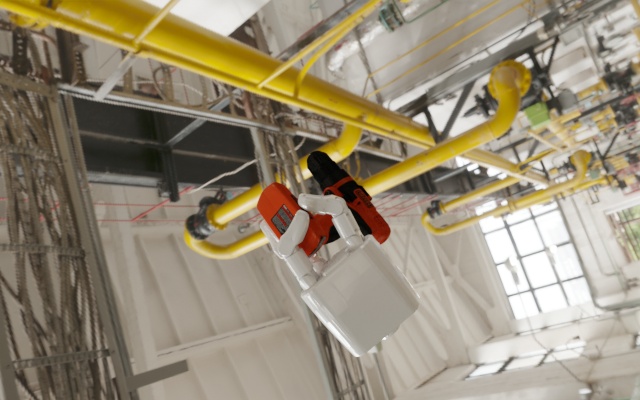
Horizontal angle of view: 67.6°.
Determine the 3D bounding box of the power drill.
[{"bbox_3d":[0.000,0.003,0.686,0.187,0.184,0.057,-14,-31,-51],"label":"power drill"}]
